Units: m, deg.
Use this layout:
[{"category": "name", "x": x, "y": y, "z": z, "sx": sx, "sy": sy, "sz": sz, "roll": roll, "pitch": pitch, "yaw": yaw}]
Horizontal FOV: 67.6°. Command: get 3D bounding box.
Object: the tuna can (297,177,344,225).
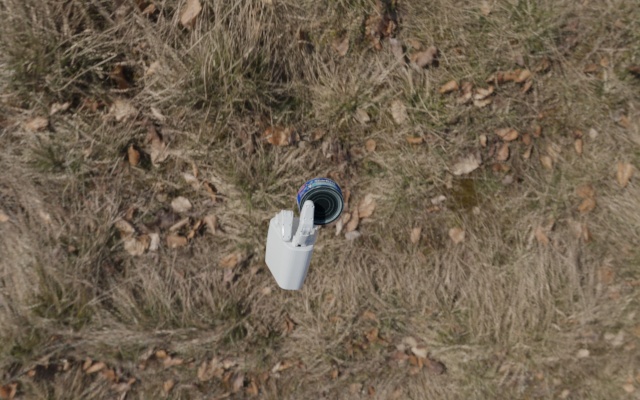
[{"category": "tuna can", "x": 0.000, "y": 0.003, "z": 0.880, "sx": 0.086, "sy": 0.086, "sz": 0.033, "roll": 0, "pitch": 29, "yaw": -8}]
